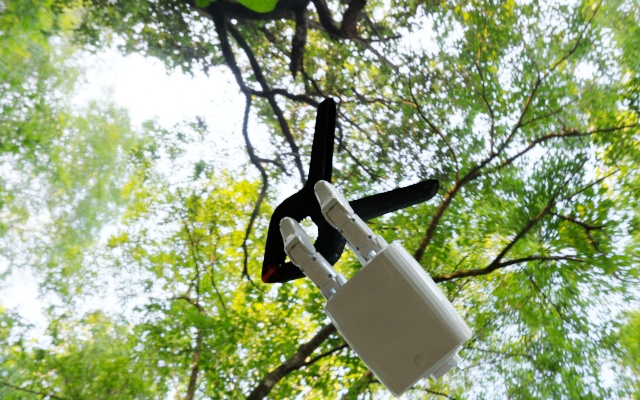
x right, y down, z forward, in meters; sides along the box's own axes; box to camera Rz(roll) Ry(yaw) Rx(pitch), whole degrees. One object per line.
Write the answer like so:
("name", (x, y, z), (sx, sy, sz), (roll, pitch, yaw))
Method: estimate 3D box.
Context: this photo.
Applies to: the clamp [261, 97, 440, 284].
("clamp", (0.000, 0.002, 0.517), (0.210, 0.164, 0.036), (-46, -26, 14))
